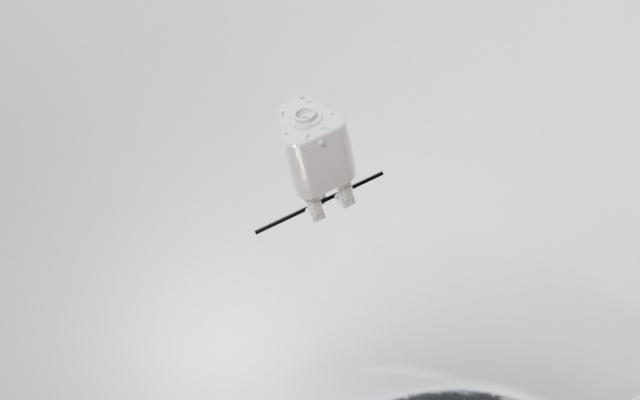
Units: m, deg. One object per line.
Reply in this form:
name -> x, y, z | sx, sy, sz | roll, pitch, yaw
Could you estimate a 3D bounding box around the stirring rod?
stirring rod -> 0.000, 0.003, 0.803 | 0.239, 0.011, 0.011 | -25, 5, -10
